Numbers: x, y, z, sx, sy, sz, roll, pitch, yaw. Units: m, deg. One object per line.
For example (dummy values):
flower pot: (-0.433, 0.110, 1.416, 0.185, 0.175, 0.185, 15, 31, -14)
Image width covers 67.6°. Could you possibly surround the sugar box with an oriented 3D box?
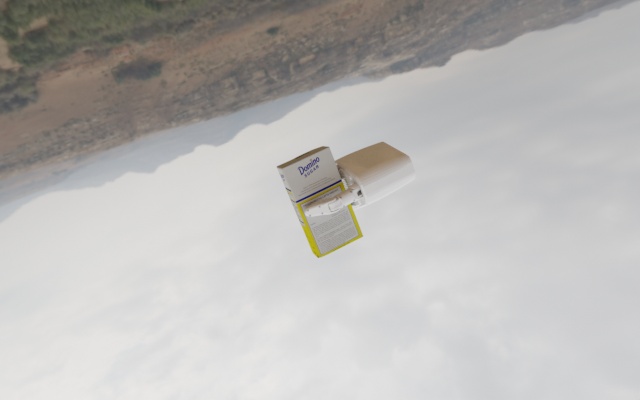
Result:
sugar box: (0.000, 0.003, 0.834, 0.093, 0.176, 0.048, -25, 15, -14)
